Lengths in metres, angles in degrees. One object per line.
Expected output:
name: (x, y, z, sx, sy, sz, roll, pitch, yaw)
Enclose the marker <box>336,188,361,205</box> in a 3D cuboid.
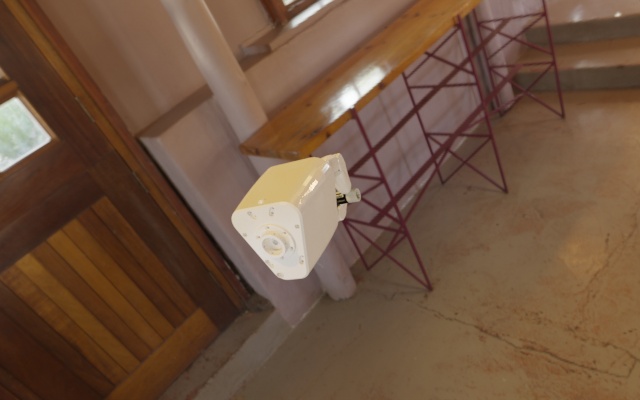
marker: (0.000, 0.002, 0.693, 0.121, 0.020, 0.020, -11, -5, 27)
